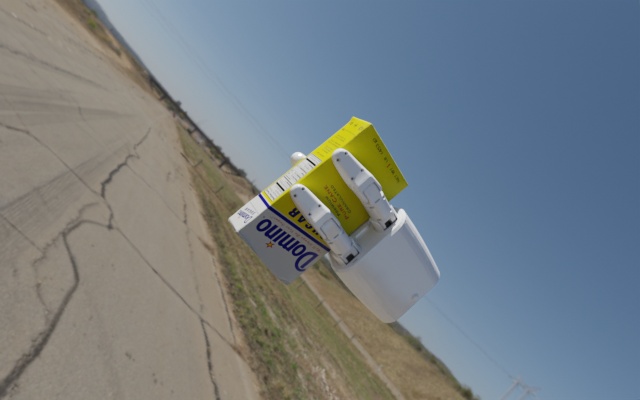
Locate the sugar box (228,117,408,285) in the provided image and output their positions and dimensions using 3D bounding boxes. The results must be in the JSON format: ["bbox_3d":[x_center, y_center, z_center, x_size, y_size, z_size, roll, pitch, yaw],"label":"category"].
[{"bbox_3d":[0.000,0.002,0.512,0.176,0.093,0.048,-41,31,-6],"label":"sugar box"}]
